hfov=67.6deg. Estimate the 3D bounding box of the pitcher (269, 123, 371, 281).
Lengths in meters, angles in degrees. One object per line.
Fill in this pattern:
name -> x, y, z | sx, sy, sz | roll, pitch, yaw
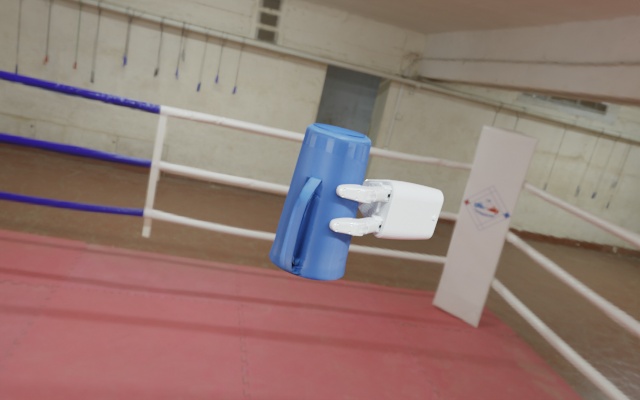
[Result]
pitcher -> 0.000, 0.003, 0.786 | 0.145, 0.243, 0.149 | 7, 15, -24
